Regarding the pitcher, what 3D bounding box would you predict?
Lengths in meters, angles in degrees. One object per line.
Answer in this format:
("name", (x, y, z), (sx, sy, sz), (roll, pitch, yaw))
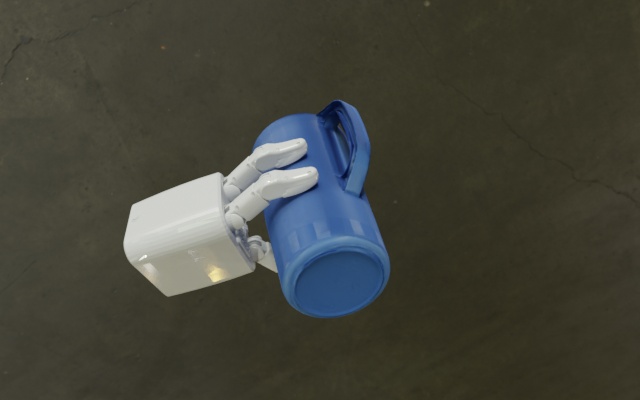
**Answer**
("pitcher", (0.000, 0.002, 0.543), (0.145, 0.149, 0.242), (-17, 37, -1))
